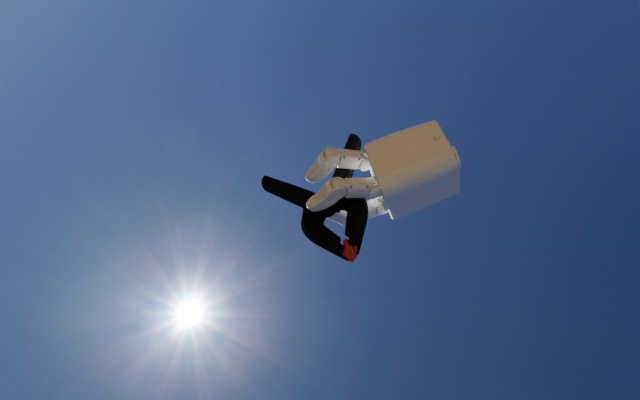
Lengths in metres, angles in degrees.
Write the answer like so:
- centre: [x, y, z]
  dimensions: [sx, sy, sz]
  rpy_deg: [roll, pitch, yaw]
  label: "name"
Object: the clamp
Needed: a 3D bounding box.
- centre: [0.001, 0.003, 0.671]
  dimensions: [0.164, 0.209, 0.036]
  rpy_deg: [-21, -43, 8]
  label: "clamp"
